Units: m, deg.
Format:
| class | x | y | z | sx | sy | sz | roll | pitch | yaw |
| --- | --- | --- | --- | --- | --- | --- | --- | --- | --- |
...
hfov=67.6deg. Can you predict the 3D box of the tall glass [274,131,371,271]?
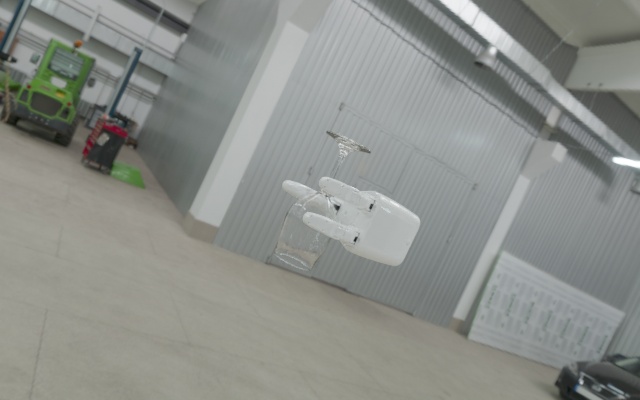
| class | x | y | z | sx | sy | sz | roll | pitch | yaw |
| --- | --- | --- | --- | --- | --- | --- | --- | --- | --- |
| tall glass | 0.000 | 0.002 | 0.717 | 0.079 | 0.201 | 0.079 | 25 | 1 | -1 |
